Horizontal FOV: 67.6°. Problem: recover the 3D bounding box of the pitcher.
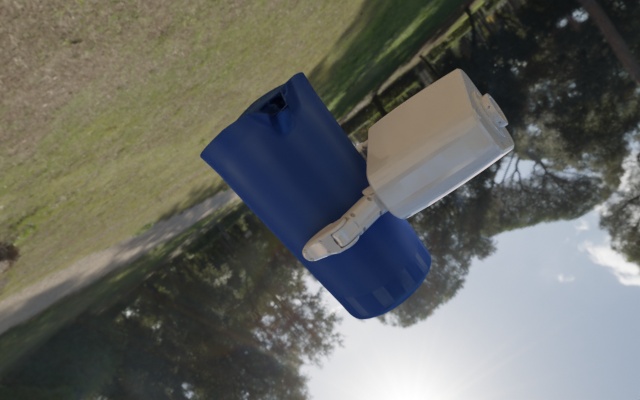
[{"bbox_3d":[0.000,0.002,0.506,0.145,0.243,0.149,-35,9,28],"label":"pitcher"}]
